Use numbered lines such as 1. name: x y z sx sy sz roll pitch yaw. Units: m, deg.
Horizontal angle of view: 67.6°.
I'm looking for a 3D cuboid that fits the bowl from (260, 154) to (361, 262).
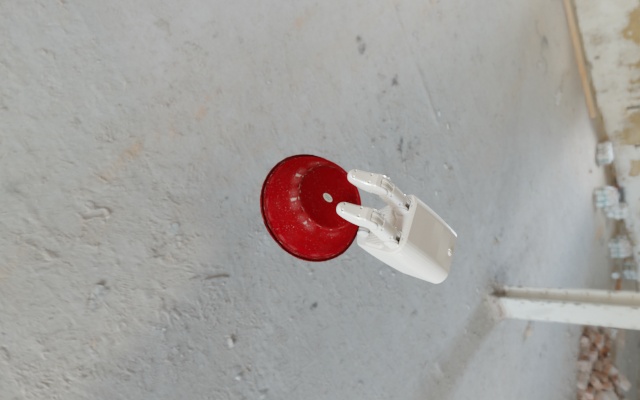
1. bowl: -0.001 0.002 0.667 0.162 0.162 0.055 0 -16 -28
